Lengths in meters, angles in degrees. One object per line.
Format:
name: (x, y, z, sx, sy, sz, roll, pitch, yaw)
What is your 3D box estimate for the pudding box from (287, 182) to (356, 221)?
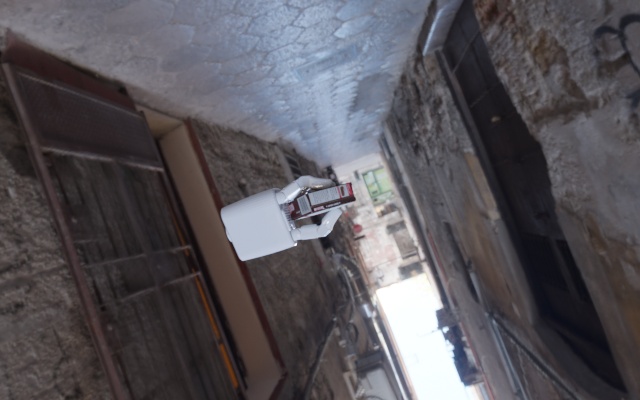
pudding box: (0.000, 0.003, 0.858, 0.090, 0.039, 0.113, -16, -1, -22)
